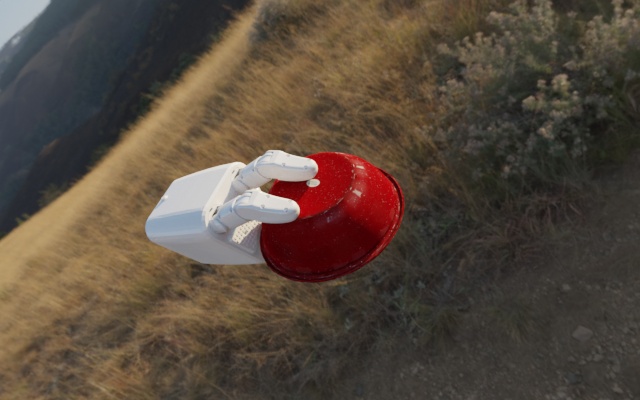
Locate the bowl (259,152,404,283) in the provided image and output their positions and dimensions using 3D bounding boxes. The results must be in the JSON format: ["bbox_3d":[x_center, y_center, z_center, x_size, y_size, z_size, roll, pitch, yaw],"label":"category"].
[{"bbox_3d":[0.001,0.001,0.486,0.162,0.162,0.055,0,-42,28],"label":"bowl"}]
